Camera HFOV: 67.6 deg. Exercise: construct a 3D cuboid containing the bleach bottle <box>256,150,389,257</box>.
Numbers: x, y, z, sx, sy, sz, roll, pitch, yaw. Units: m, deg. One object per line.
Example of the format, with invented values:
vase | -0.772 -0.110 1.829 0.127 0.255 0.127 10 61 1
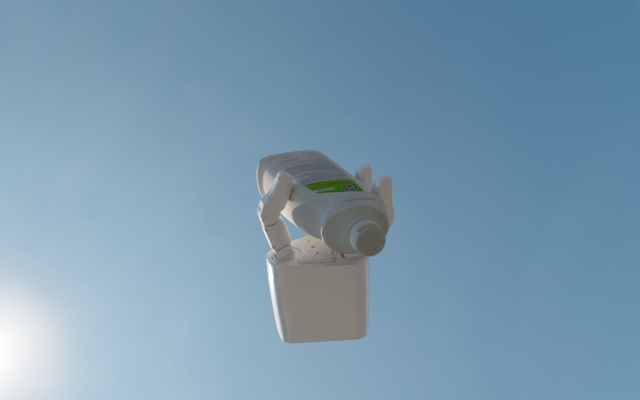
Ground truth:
bleach bottle | 0.000 0.002 0.538 0.102 0.068 0.250 -11 21 -14
